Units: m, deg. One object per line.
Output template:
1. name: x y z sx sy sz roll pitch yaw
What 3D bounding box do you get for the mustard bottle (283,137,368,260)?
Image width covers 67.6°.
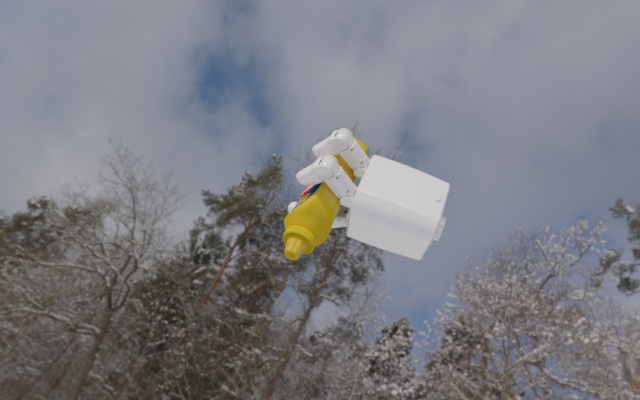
1. mustard bottle: 0.000 0.002 0.631 0.058 0.191 0.096 36 -41 -9
